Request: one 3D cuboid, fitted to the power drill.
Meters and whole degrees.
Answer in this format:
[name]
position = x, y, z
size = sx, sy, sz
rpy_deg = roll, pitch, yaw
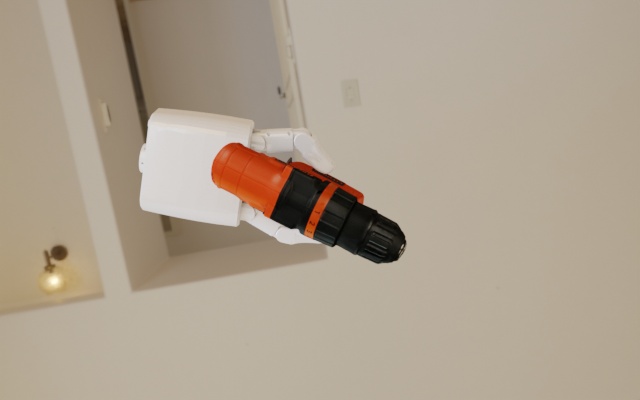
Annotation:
[power drill]
position = 0.000, 0.002, 0.485
size = 0.184, 0.057, 0.187
rpy_deg = 28, 3, 8
